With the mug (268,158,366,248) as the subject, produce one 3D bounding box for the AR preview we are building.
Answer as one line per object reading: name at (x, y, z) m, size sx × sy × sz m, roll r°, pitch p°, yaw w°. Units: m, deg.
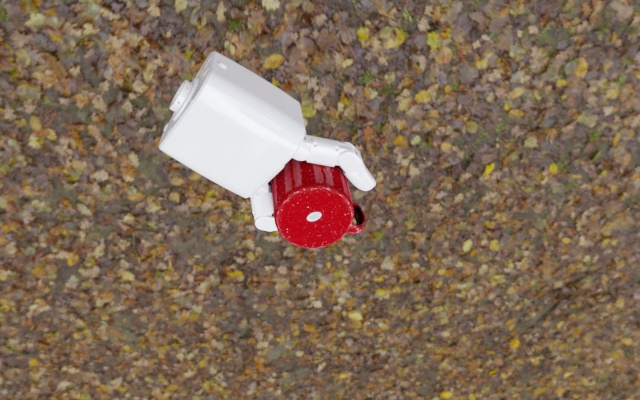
mug at (0.001, 0.003, 0.513) m, size 0.117 × 0.093 × 0.081 m, roll 29°, pitch 27°, yaw -24°
